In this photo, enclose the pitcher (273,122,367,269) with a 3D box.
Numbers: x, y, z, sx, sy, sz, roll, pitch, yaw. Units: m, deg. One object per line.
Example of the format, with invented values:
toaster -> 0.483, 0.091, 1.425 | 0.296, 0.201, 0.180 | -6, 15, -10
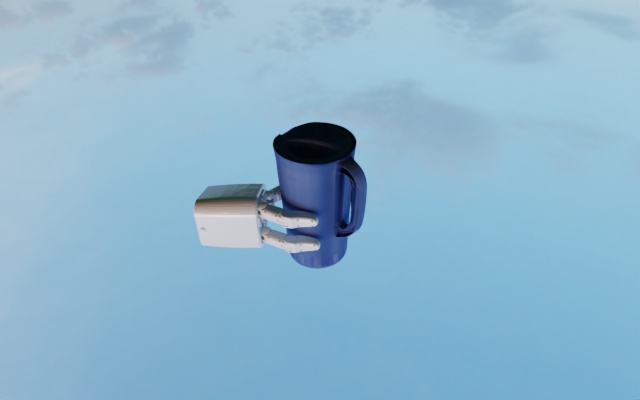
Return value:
pitcher -> 0.000, 0.003, 0.816 | 0.145, 0.243, 0.149 | -1, 37, 1
